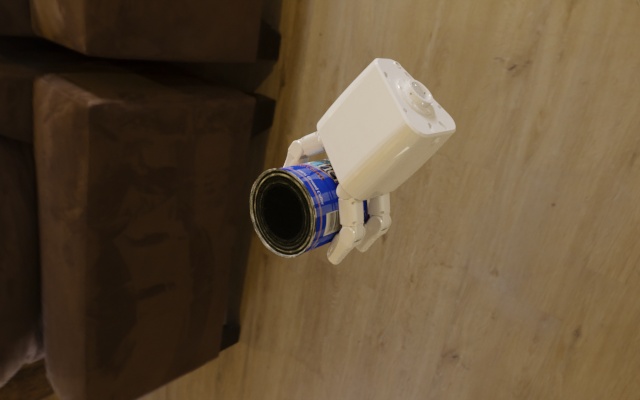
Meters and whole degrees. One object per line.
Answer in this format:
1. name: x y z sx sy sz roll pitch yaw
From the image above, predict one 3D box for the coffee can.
1. coffee can: 0.000 0.002 0.583 0.103 0.103 0.140 0 11 41
